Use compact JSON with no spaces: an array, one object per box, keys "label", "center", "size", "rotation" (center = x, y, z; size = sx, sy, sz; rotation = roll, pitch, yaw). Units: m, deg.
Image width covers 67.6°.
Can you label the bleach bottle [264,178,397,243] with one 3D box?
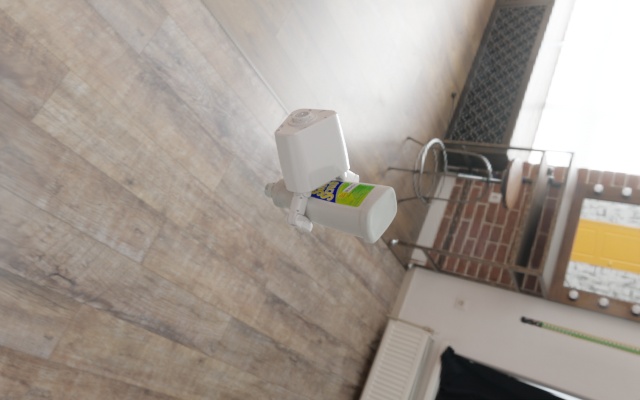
[{"label":"bleach bottle","center":[0.000,0.003,0.834],"size":[0.251,0.068,0.102],"rotation":[11,39,34]}]
